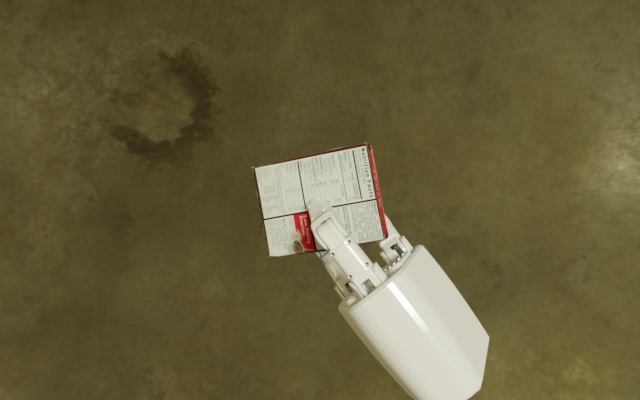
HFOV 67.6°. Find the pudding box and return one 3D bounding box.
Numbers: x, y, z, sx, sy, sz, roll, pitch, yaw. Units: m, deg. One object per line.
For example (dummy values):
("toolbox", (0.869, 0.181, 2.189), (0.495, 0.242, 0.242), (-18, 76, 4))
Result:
("pudding box", (0.000, 0.002, 0.443), (0.113, 0.090, 0.039), (-10, -2, 9))
